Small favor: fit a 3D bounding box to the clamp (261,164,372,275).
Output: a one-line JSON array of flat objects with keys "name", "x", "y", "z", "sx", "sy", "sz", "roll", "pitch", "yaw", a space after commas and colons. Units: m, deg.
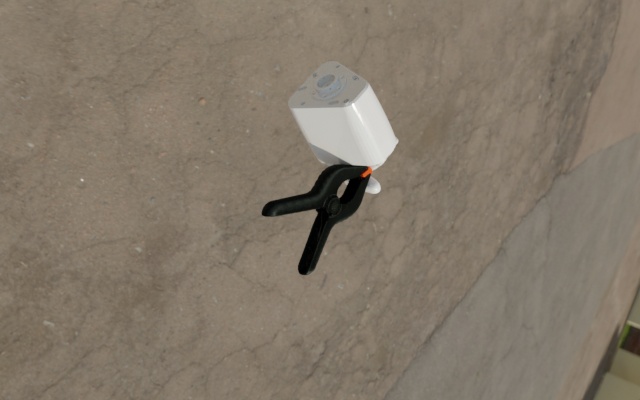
[{"name": "clamp", "x": 0.001, "y": 0.002, "z": 0.628, "sx": 0.039, "sy": 0.171, "sz": 0.120, "roll": 19, "pitch": -27, "yaw": 43}]
